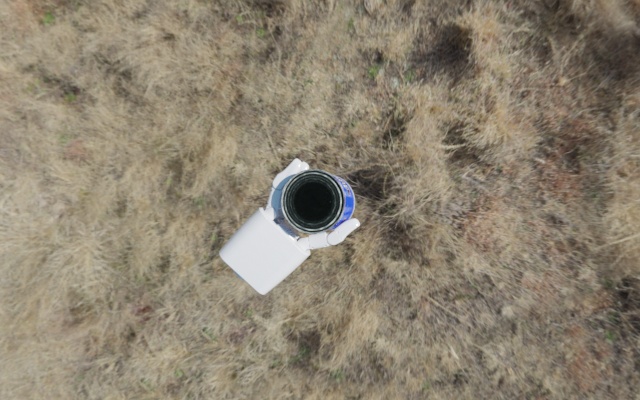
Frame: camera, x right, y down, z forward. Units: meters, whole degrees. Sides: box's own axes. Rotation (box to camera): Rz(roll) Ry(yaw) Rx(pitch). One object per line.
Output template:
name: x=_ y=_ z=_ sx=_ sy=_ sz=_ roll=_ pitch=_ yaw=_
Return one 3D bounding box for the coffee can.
coffee can: x=0.000 y=0.003 z=0.808 sx=0.103 sy=0.103 sz=0.140 roll=0 pitch=-1 yaw=10
